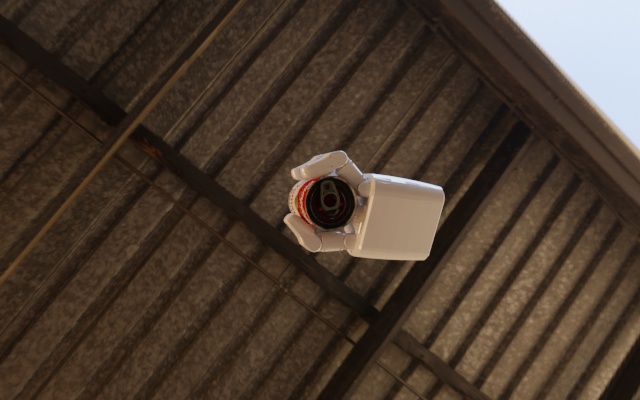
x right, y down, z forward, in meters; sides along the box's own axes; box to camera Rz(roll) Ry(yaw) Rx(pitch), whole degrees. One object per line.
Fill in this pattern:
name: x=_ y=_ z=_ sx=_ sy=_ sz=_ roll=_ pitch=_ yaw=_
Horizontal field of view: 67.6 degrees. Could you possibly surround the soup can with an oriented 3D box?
soup can: x=0.000 y=0.002 z=0.633 sx=0.068 sy=0.068 sz=0.102 roll=0 pitch=2 yaw=-16
